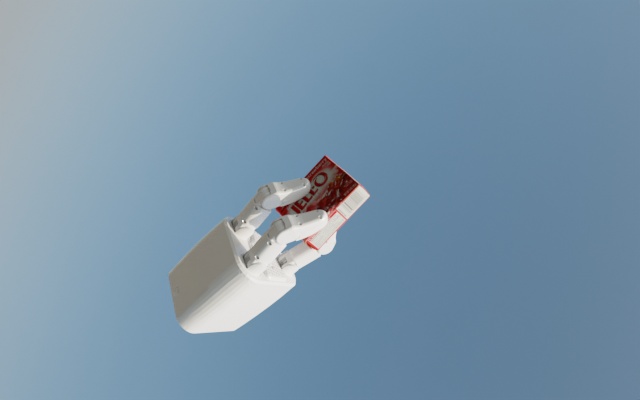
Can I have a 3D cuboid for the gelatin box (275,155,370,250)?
[{"bbox_3d":[0.001,0.002,0.546,0.030,0.089,0.073,43,1,-45],"label":"gelatin box"}]
